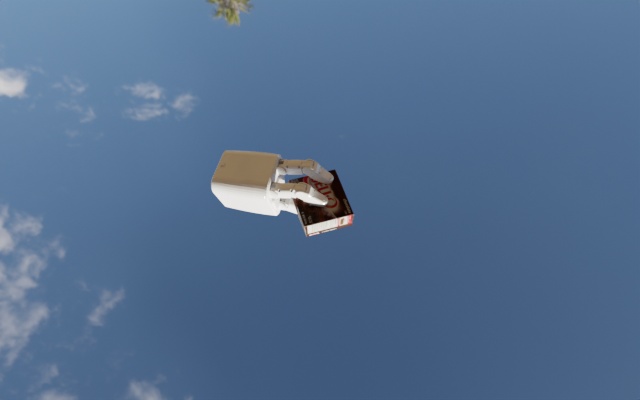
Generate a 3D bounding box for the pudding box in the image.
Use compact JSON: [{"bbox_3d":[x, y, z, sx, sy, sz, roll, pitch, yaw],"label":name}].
[{"bbox_3d":[0.000,0.003,0.851,0.090,0.113,0.039,-14,-36,-8],"label":"pudding box"}]
